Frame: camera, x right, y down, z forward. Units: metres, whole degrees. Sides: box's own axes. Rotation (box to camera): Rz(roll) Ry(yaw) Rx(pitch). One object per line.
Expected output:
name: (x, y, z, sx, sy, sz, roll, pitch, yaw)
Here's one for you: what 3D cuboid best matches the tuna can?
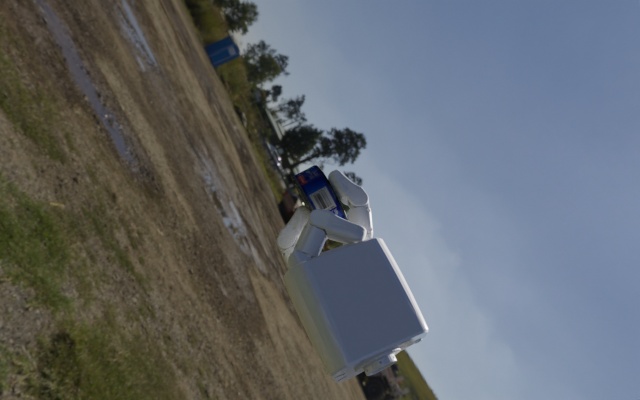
tuna can: (0.001, 0.002, 0.564, 0.034, 0.086, 0.086, -28, 2, -4)
